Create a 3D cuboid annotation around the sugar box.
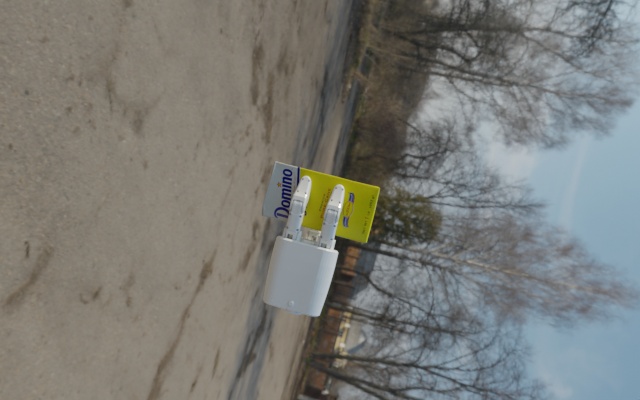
[{"bbox_3d":[0.000,0.003,0.772,0.176,0.093,0.048,14,-2,5],"label":"sugar box"}]
